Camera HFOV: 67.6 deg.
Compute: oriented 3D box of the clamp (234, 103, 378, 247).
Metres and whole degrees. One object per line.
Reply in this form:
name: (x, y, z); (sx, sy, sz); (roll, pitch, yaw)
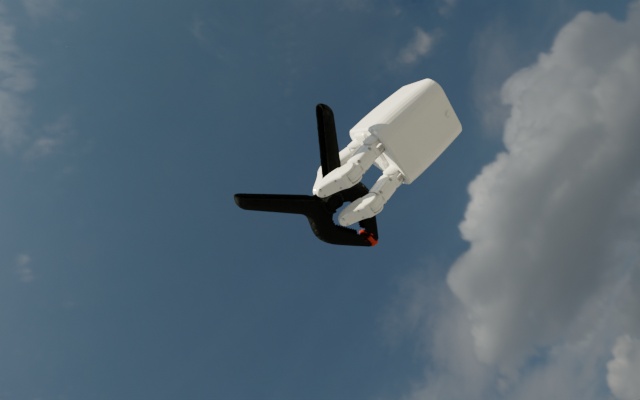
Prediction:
clamp: (0.000, 0.002, 0.630); (0.164, 0.210, 0.036); (-41, 30, -4)
